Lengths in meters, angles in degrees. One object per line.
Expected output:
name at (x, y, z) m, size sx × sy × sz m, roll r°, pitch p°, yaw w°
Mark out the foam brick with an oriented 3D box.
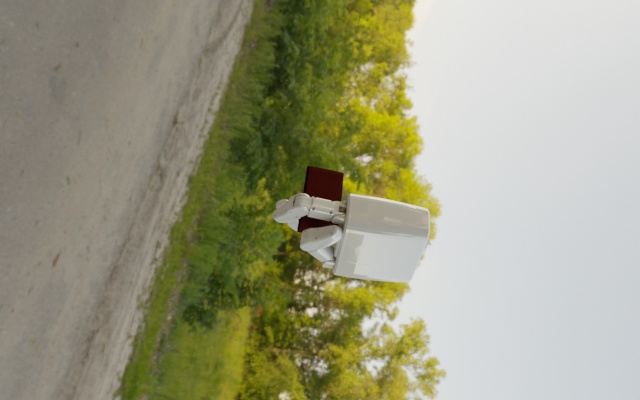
foam brick at (0.000, 0.002, 0.645) m, size 0.051 × 0.078 × 0.053 m, roll 9°, pitch -34°, yaw -2°
